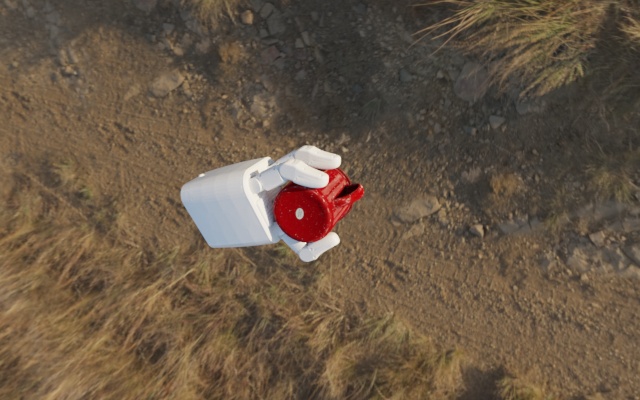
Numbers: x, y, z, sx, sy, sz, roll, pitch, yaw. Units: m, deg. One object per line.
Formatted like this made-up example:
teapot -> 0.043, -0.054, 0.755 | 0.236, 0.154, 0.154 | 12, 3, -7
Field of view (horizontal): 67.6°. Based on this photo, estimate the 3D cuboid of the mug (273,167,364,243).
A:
mug -> 0.001, 0.002, 0.624 | 0.117, 0.093, 0.081 | -10, 18, 24
